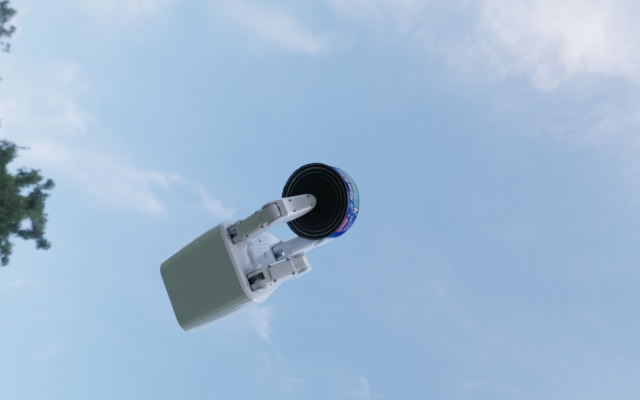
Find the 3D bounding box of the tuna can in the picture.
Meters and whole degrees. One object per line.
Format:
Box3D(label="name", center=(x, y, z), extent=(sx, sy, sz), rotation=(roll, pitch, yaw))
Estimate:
Box3D(label="tuna can", center=(0.000, 0.002, 0.538), extent=(0.086, 0.086, 0.034), rotation=(0, -3, 30))
